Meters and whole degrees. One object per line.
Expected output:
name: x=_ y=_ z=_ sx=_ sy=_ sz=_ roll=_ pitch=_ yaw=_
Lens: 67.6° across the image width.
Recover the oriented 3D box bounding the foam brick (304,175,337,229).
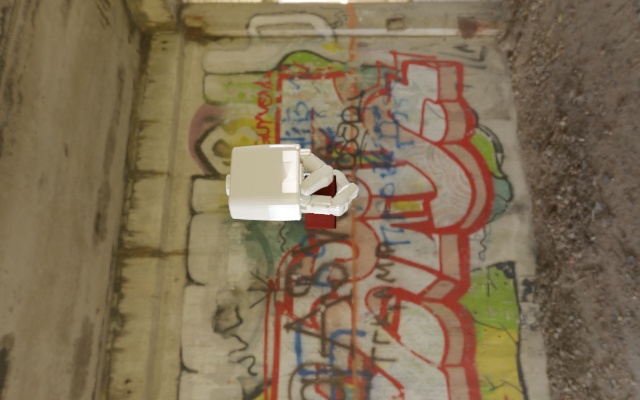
foam brick: x=0.000 y=0.003 z=0.767 sx=0.051 sy=0.053 sz=0.078 roll=-1 pitch=-41 yaw=0
